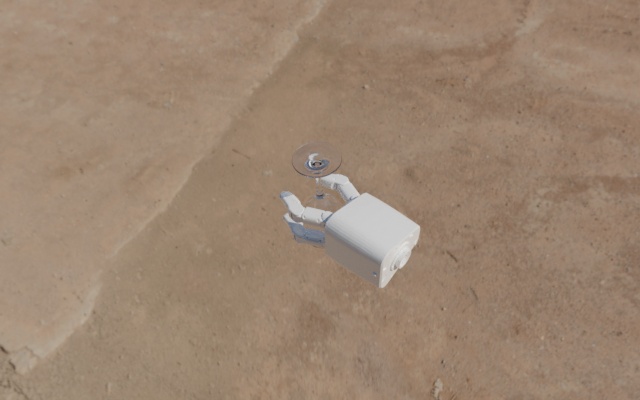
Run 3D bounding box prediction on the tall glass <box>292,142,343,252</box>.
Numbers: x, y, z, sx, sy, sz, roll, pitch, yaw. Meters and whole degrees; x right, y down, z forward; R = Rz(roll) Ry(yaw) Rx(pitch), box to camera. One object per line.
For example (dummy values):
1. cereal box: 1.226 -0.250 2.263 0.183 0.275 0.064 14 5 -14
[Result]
1. tall glass: 0.000 0.002 0.779 0.079 0.079 0.201 0 -40 4
